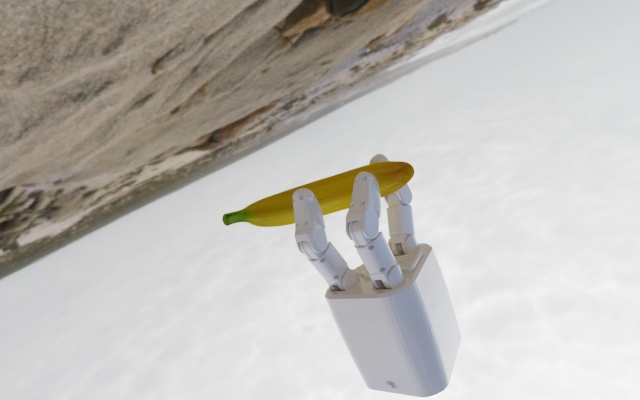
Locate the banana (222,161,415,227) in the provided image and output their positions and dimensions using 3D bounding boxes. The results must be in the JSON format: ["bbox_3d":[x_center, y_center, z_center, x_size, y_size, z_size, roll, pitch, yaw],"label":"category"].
[{"bbox_3d":[0.003,-0.002,0.475,0.198,0.037,0.069,-17,8,21],"label":"banana"}]
